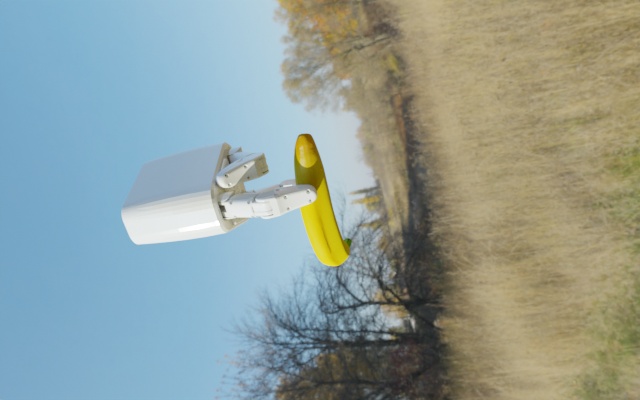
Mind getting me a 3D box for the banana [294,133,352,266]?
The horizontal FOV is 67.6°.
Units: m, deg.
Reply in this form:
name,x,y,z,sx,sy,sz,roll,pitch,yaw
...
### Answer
name,x,y,z,sx,sy,sz,roll,pitch,yaw
banana,0.001,0.018,0.534,0.037,0.069,0.198,-10,-43,9
